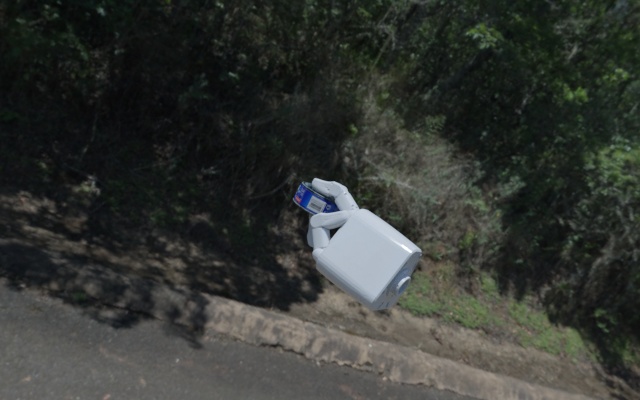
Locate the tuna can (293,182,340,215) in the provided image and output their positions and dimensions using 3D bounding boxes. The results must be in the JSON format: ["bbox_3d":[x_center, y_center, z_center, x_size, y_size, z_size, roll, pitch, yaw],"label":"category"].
[{"bbox_3d":[0.000,0.002,0.780,0.086,0.034,0.086,26,10,-5],"label":"tuna can"}]
